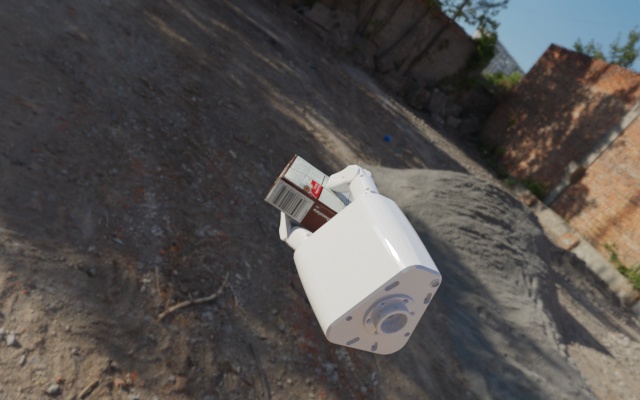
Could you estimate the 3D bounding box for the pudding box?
[{"bbox_3d":[0.000,0.002,0.553,0.113,0.039,0.090,35,21,-6],"label":"pudding box"}]
